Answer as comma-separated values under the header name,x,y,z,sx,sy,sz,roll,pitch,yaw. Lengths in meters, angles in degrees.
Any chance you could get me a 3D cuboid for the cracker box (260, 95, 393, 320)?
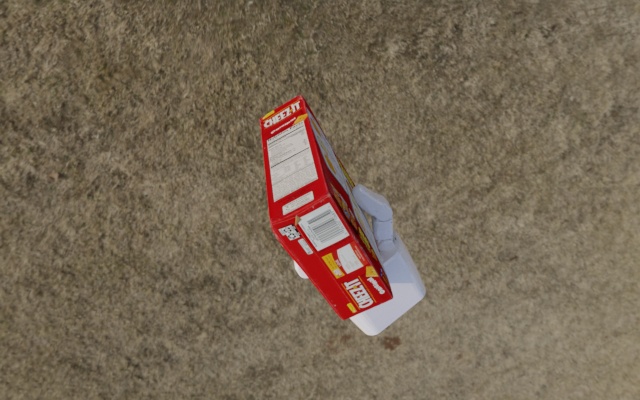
name,x,y,z,sx,sy,sz,roll,pitch,yaw
cracker box,0.000,0.002,0.548,0.072,0.164,0.213,-27,37,9
